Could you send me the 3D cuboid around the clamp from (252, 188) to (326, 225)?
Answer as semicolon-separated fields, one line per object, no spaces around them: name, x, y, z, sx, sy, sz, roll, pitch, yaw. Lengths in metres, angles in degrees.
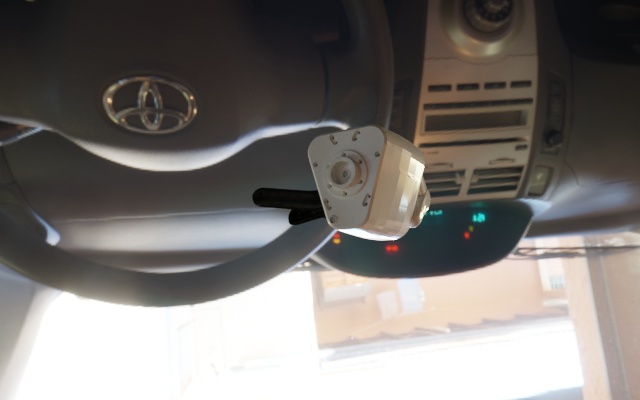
clamp;0.000;0.003;0.624;0.171;0.039;0.120;-11;-15;29
